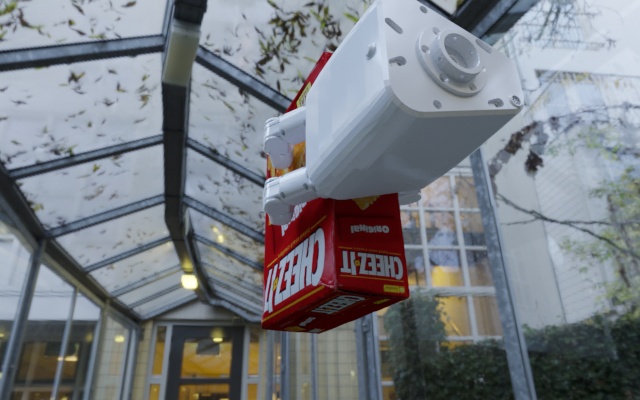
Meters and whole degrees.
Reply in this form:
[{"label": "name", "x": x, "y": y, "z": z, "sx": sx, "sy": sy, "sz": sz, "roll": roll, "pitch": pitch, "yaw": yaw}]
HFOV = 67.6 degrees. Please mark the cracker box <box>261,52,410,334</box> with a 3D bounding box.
[{"label": "cracker box", "x": 0.000, "y": 0.001, "z": 0.444, "sx": 0.072, "sy": 0.213, "sz": 0.164, "roll": 10, "pitch": -27, "yaw": -22}]
